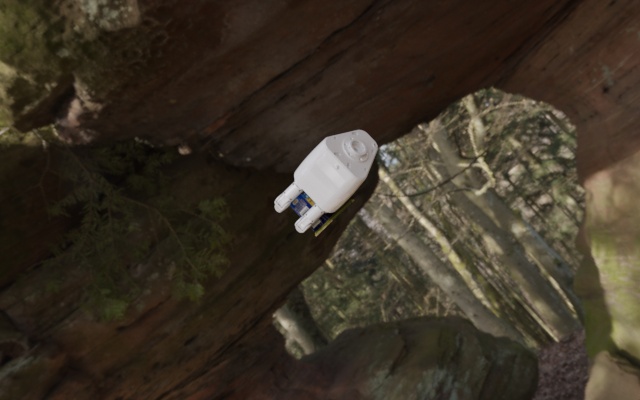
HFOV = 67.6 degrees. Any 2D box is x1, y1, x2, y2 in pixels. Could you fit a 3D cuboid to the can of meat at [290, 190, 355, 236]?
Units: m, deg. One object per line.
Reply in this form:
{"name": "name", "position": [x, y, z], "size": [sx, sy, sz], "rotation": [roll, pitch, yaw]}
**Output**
{"name": "can of meat", "position": [0.000, 0.003, 0.893], "size": [0.102, 0.084, 0.057], "rotation": [-41, -3, -40]}
